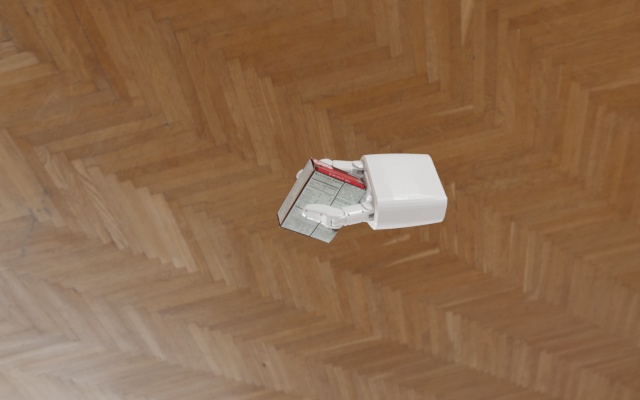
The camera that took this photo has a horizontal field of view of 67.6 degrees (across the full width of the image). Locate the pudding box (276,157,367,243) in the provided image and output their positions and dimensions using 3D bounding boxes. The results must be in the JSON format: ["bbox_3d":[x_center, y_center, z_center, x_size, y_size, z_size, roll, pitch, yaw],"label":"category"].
[{"bbox_3d":[0.000,0.002,0.699,0.090,0.113,0.039,21,27,-23],"label":"pudding box"}]
